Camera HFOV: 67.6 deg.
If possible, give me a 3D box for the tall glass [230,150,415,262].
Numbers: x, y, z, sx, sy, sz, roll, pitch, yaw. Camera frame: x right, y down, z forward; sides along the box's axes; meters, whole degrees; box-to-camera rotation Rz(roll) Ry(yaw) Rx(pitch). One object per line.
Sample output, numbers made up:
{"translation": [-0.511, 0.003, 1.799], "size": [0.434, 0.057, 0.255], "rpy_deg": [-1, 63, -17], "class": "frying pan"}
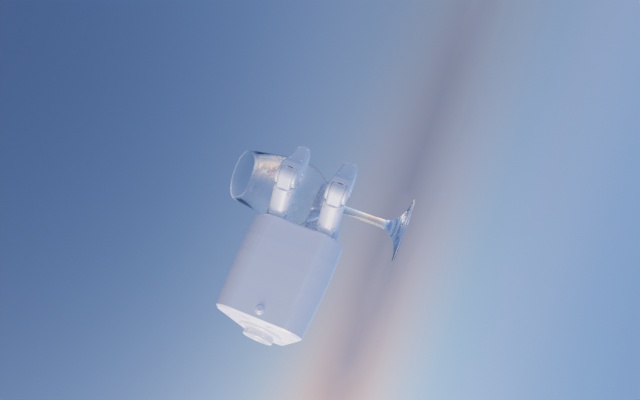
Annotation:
{"translation": [0.001, 0.002, 0.546], "size": [0.201, 0.079, 0.079], "rpy_deg": [20, 3, 9], "class": "tall glass"}
